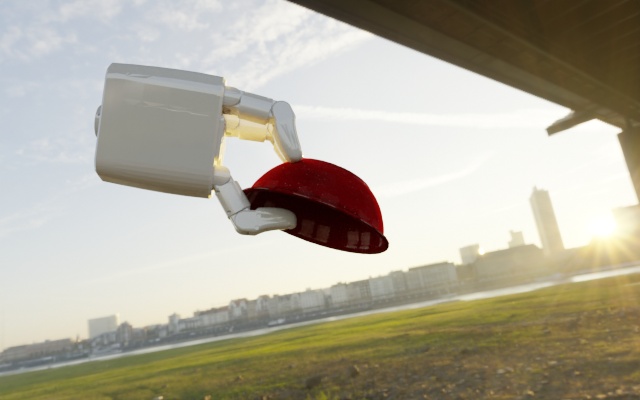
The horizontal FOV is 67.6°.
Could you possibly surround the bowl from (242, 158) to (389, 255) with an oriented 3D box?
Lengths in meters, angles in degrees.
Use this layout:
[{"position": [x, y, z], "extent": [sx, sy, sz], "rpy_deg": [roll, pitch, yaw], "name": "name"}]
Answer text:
[{"position": [0.001, 0.002, 0.495], "extent": [0.162, 0.055, 0.162], "rpy_deg": [18, -18, 6], "name": "bowl"}]
